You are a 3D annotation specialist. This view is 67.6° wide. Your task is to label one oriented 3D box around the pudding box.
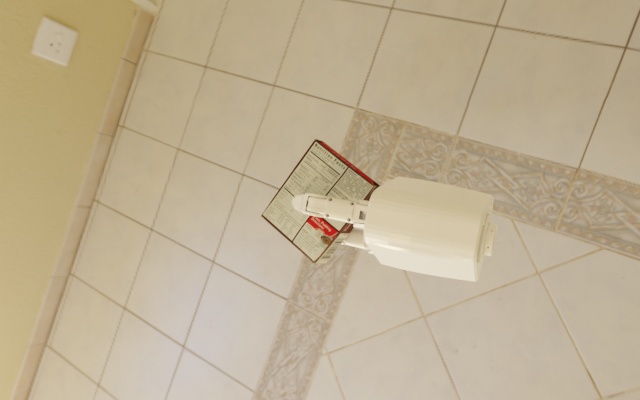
[{"bbox_3d":[0.000,0.002,0.538,0.090,0.113,0.039,40,9,19],"label":"pudding box"}]
